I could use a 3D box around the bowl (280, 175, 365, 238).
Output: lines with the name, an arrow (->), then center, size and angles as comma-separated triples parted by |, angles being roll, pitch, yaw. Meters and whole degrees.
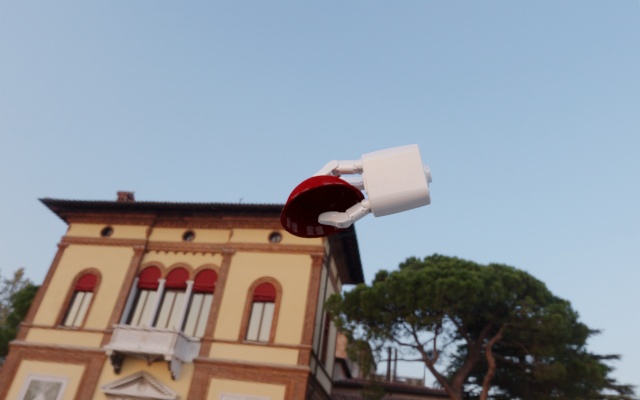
bowl -> -0.001, 0.003, 0.891 | 0.162, 0.055, 0.162 | -11, -37, -8
